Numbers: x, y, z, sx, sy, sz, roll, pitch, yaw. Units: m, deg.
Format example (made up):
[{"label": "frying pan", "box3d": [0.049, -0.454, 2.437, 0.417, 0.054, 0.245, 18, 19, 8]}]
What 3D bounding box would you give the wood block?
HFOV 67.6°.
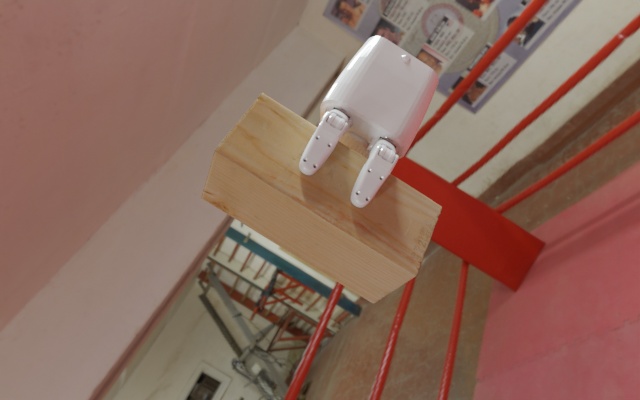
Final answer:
[{"label": "wood block", "box3d": [0.000, 0.001, 0.472, 0.206, 0.090, 0.091, 32, -34, -3]}]
